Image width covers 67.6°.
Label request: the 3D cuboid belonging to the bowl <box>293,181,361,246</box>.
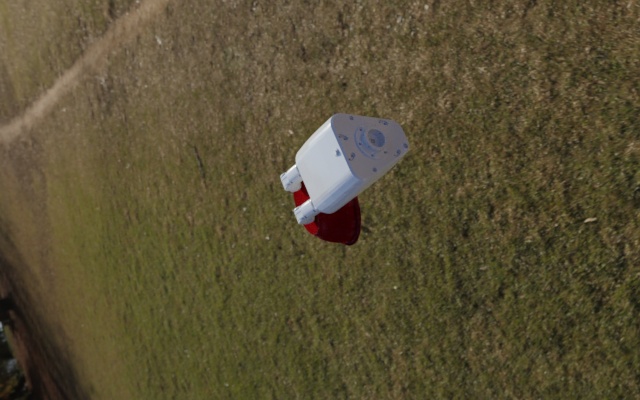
[{"bbox_3d":[-0.001,0.003,0.755,0.055,0.162,0.162,-18,7,-21],"label":"bowl"}]
